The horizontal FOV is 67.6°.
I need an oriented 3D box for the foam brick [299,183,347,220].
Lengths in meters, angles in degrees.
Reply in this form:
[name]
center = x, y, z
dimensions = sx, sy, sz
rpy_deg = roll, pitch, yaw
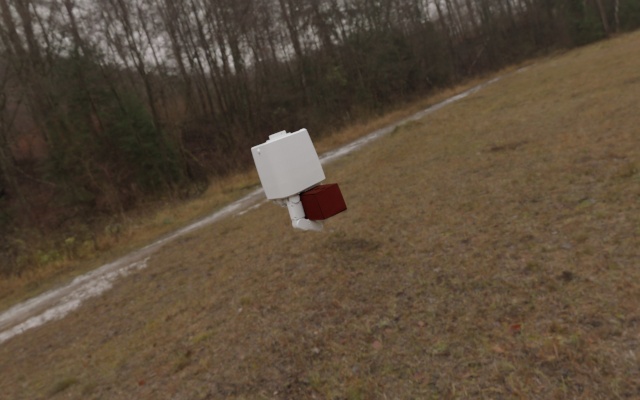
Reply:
[foam brick]
center = 0.000, 0.003, 0.870
dimensions = 0.053, 0.051, 0.078
rpy_deg = -24, 10, -29
